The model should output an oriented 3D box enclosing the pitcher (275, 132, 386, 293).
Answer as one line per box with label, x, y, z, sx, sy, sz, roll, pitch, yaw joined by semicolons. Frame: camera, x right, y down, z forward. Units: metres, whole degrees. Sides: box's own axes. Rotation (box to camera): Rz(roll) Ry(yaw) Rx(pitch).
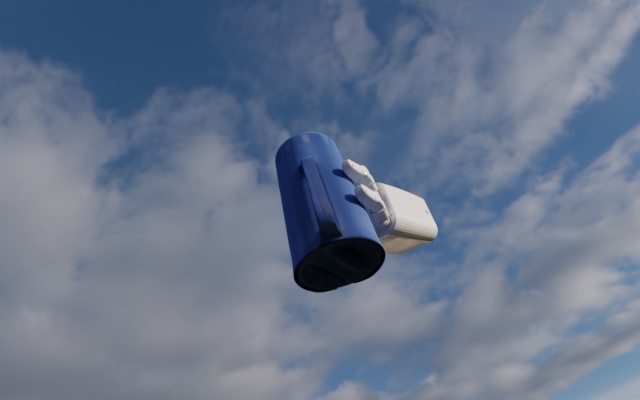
pitcher;0.000;0.002;0.731;0.145;0.242;0.149;13;-48;-33
